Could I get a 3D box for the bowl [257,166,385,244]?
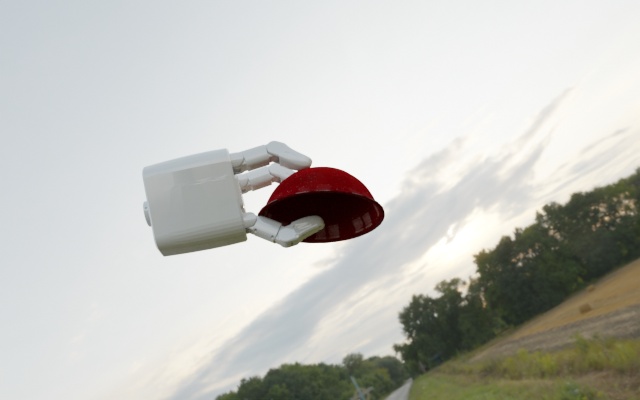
[{"bbox_3d":[0.001,0.002,0.615,0.162,0.055,0.162,-2,-26,-1],"label":"bowl"}]
